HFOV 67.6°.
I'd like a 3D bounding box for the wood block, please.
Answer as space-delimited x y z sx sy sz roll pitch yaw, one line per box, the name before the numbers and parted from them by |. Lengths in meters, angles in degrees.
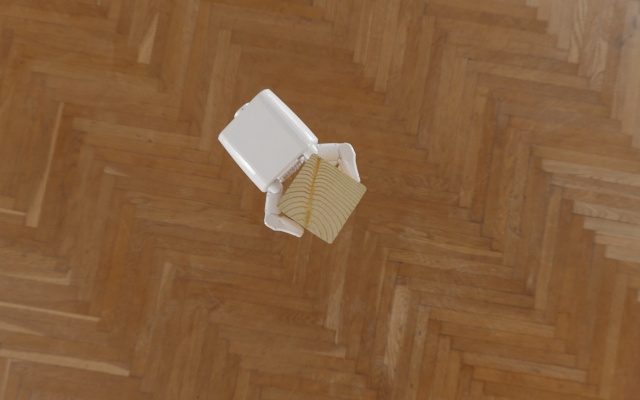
wood block | 0.000 0.002 0.729 0.090 0.091 0.206 34 -3 1
